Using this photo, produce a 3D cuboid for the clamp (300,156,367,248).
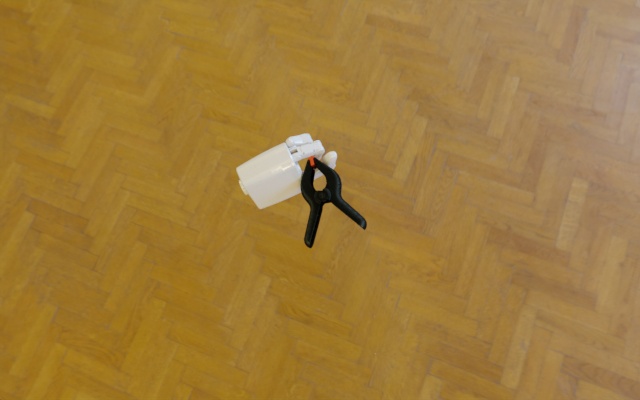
[{"bbox_3d":[0.000,0.003,0.897,0.120,0.171,0.039,-26,-19,1],"label":"clamp"}]
